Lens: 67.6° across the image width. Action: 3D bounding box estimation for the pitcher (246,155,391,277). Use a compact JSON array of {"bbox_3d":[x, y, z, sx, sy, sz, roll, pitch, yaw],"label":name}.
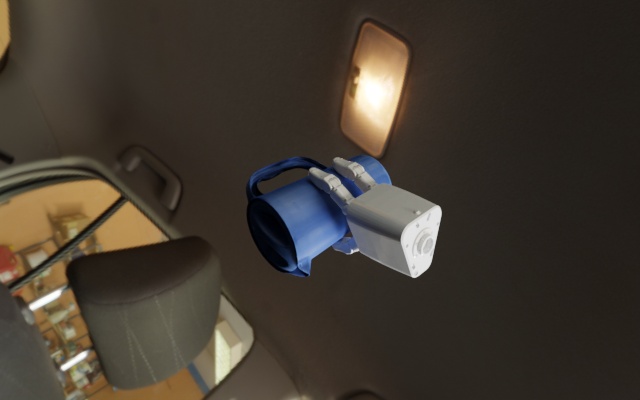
[{"bbox_3d":[0.000,0.003,0.813,0.242,0.149,0.145,-29,35,-33],"label":"pitcher"}]
